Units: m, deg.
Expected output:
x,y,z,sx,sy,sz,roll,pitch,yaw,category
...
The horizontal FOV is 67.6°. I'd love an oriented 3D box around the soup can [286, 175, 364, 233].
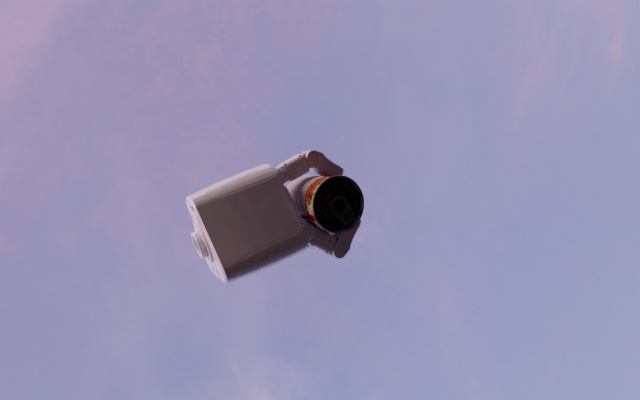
x,y,z,sx,sy,sz,roll,pitch,yaw,category
0.000,0.002,0.601,0.068,0.068,0.102,0,3,-26,soup can
